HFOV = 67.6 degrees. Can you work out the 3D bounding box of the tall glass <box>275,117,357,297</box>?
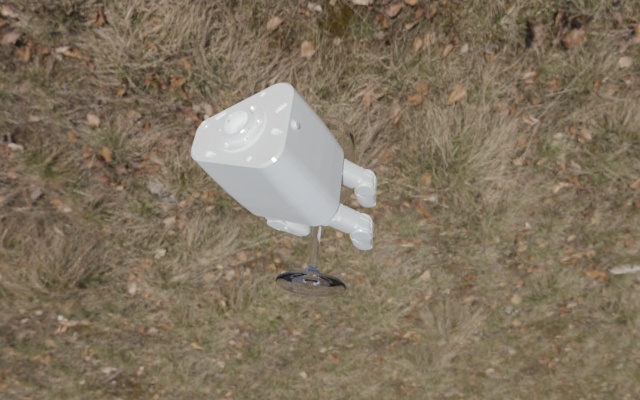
[{"bbox_3d":[0.000,0.002,0.545,0.079,0.201,0.079,5,-29,3],"label":"tall glass"}]
